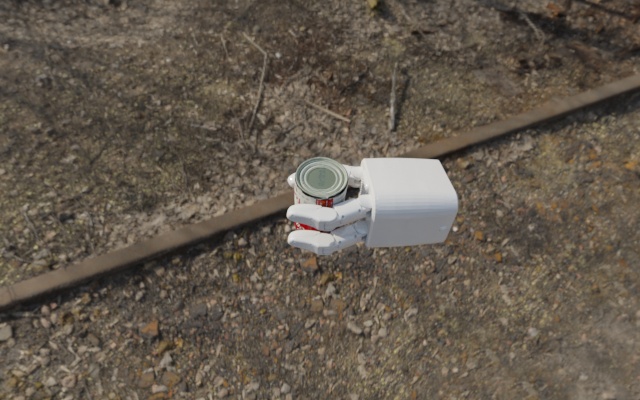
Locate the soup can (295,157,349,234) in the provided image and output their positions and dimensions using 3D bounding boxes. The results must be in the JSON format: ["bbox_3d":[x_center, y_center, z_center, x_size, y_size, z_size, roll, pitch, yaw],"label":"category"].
[{"bbox_3d":[0.000,0.002,0.619,0.068,0.068,0.102,0,-38,-3],"label":"soup can"}]
